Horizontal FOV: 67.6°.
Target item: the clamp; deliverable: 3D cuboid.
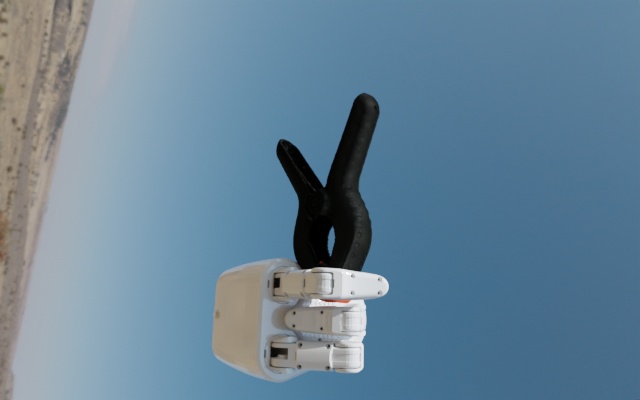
[{"bbox_3d":[0.001,0.002,0.415,0.039,0.171,0.120,15,-18,-35],"label":"clamp"}]
